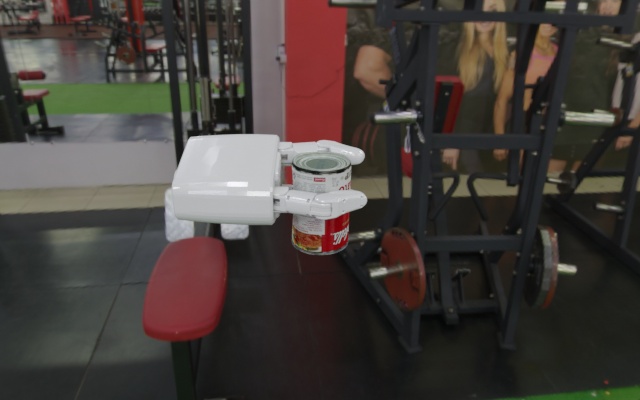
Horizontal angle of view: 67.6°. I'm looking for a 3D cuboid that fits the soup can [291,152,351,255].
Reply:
[{"bbox_3d":[0.001,0.002,0.549,0.068,0.102,0.068,1,25,0],"label":"soup can"}]
